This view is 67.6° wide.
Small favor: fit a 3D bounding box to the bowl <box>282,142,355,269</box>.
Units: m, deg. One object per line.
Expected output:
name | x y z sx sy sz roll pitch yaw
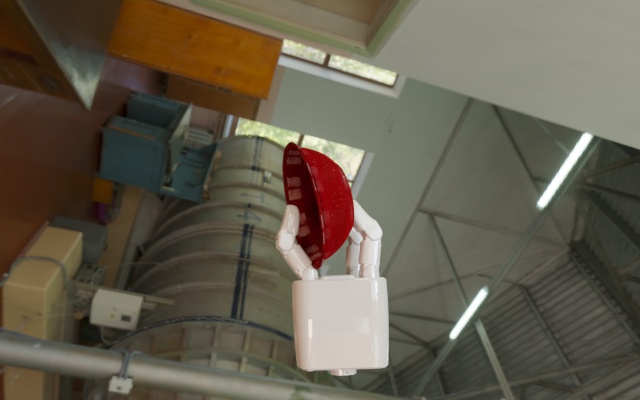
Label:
bowl | 0.000 0.001 0.601 0.055 0.162 0.162 -13 3 -16
